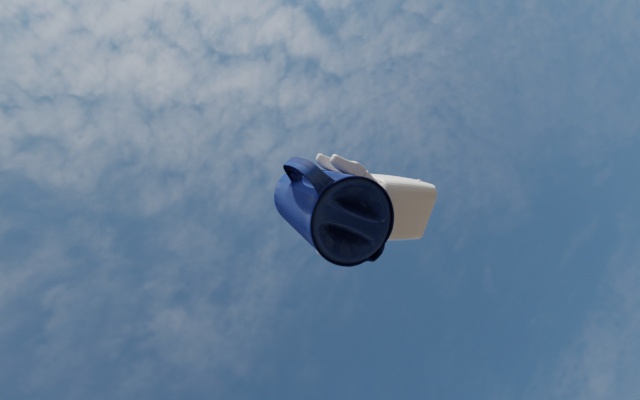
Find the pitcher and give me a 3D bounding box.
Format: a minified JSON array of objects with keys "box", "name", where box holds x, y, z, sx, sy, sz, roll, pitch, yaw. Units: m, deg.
[{"box":[0.000,0.003,0.782,0.145,0.149,0.242,1,10,-22],"name":"pitcher"}]
